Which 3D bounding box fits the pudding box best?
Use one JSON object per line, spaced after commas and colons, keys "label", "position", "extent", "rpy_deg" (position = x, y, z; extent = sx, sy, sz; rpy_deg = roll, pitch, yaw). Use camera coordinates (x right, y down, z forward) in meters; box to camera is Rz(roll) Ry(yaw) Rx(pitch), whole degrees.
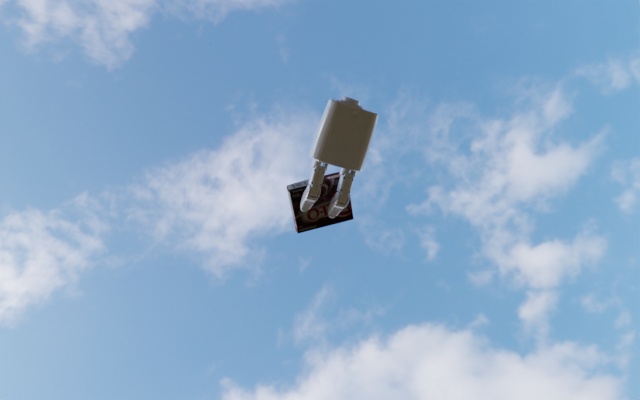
{"label": "pudding box", "position": [0.000, 0.003, 0.889], "extent": [0.113, 0.090, 0.039], "rpy_deg": [-13, 22, -7]}
